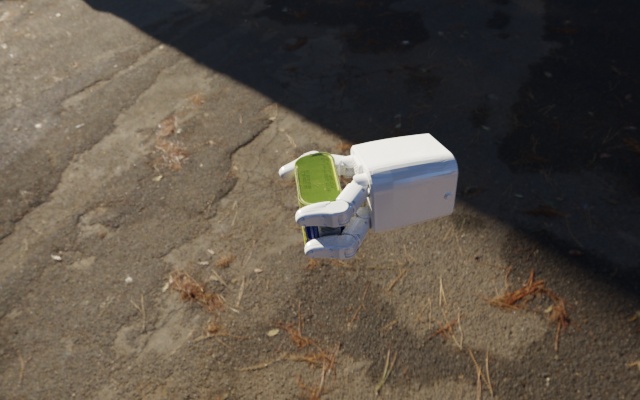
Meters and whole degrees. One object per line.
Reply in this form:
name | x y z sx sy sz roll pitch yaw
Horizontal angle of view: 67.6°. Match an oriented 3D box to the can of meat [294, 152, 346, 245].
can of meat | 0.000 0.002 0.597 0.057 0.084 0.102 -9 44 -2
